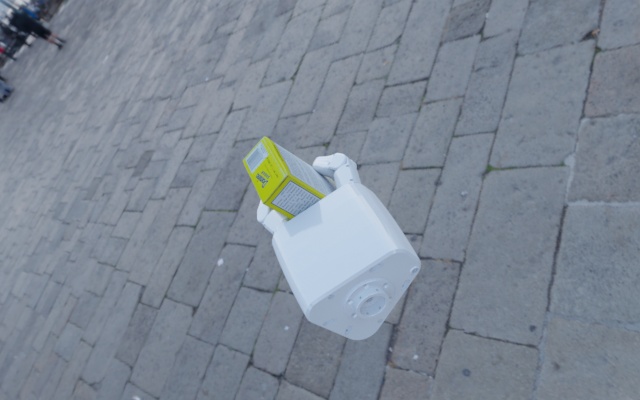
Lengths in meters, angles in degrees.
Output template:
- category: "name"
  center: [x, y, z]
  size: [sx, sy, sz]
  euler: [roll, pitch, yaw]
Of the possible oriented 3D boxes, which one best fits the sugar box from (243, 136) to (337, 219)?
- category: "sugar box"
  center: [0.000, 0.002, 0.547]
  size: [0.176, 0.048, 0.093]
  euler: [34, 15, -37]
